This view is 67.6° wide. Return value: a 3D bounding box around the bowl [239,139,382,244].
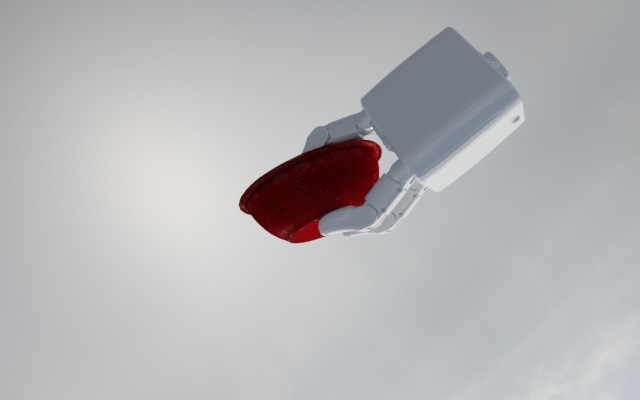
[{"bbox_3d":[-0.001,0.003,0.498,0.162,0.055,0.162,-21,-15,-6],"label":"bowl"}]
